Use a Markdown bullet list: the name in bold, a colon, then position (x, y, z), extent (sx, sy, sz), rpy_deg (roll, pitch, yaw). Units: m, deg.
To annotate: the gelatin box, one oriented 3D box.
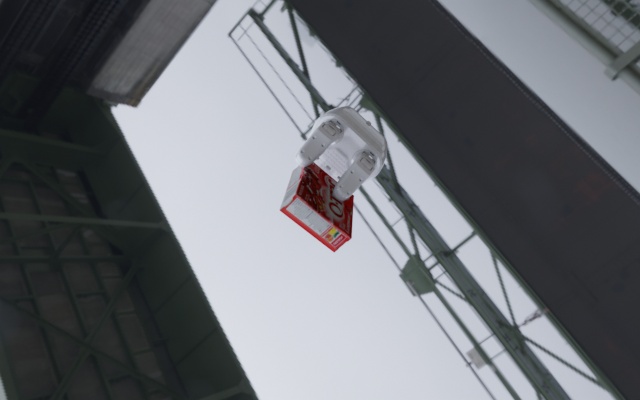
- **gelatin box**: position (0.000, 0.002, 0.502), extent (0.073, 0.030, 0.089), rpy_deg (39, 27, -15)
